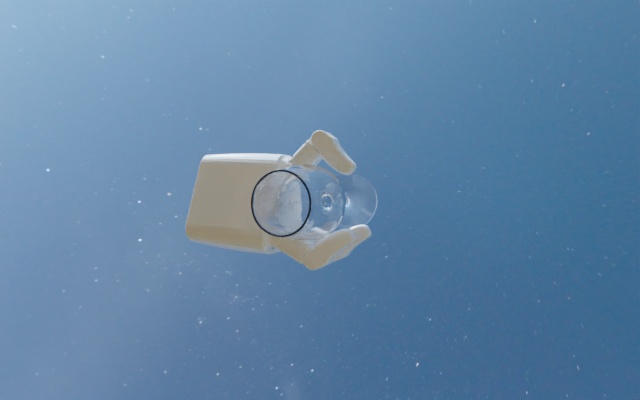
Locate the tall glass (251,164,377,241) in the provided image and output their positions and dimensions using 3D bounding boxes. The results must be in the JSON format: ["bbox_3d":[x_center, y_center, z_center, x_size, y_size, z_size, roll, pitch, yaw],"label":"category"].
[{"bbox_3d":[0.000,0.002,0.525,0.079,0.079,0.201,0,1,22],"label":"tall glass"}]
